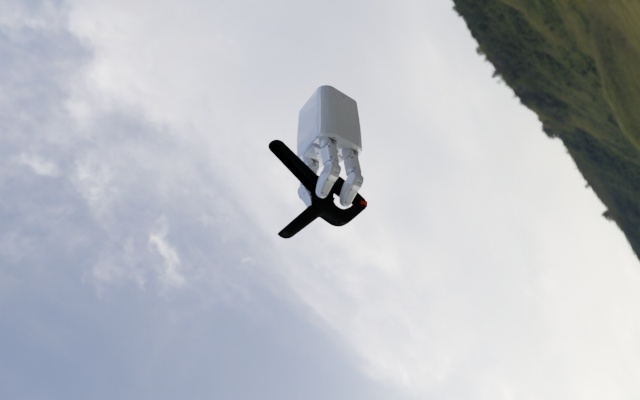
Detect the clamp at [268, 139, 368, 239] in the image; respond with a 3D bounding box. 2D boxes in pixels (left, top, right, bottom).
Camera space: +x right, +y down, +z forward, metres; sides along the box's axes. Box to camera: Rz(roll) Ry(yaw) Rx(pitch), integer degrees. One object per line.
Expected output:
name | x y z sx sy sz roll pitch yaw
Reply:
clamp | 0.000 0.003 0.793 0.210 0.164 0.036 21 -33 -39
